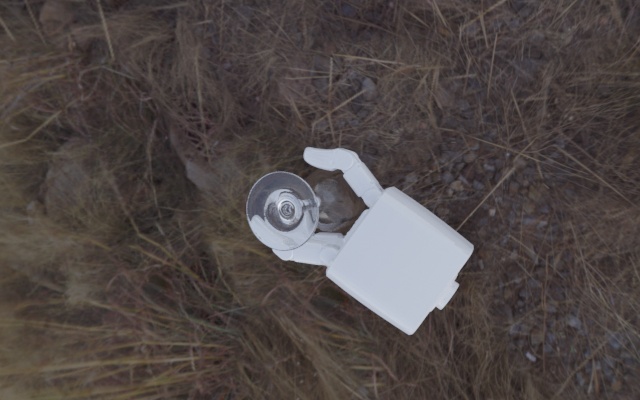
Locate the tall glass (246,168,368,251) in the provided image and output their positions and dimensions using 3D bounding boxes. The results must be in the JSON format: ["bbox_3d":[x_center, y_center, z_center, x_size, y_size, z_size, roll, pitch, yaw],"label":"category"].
[{"bbox_3d":[0.000,0.002,0.533,0.079,0.079,0.201,0,5,21],"label":"tall glass"}]
